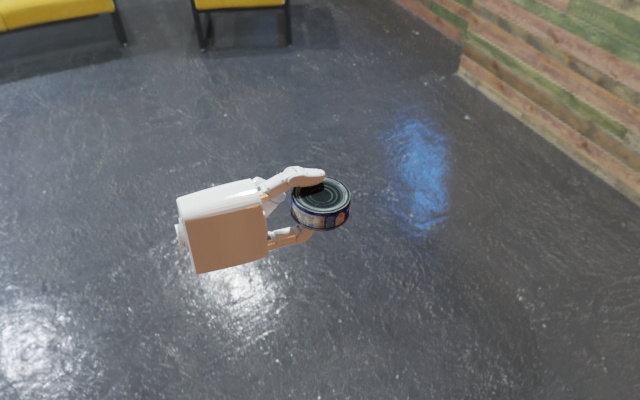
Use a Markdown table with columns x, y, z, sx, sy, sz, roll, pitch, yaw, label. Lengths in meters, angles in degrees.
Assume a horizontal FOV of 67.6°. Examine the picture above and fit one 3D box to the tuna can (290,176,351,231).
| x | y | z | sx | sy | sz | roll | pitch | yaw | label |
| --- | --- | --- | --- | --- | --- | --- | --- | --- | --- |
| 0.000 | 0.002 | 0.678 | 0.086 | 0.034 | 0.086 | 3 | 41 | -3 | tuna can |
